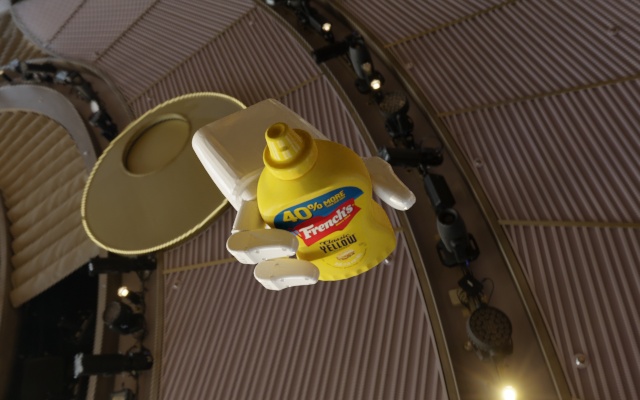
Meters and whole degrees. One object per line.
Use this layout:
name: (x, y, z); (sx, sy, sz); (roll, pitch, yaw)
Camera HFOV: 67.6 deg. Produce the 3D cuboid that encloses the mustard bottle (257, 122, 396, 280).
mustard bottle: (0.000, 0.002, 0.414); (0.096, 0.058, 0.192); (-20, -39, 9)
